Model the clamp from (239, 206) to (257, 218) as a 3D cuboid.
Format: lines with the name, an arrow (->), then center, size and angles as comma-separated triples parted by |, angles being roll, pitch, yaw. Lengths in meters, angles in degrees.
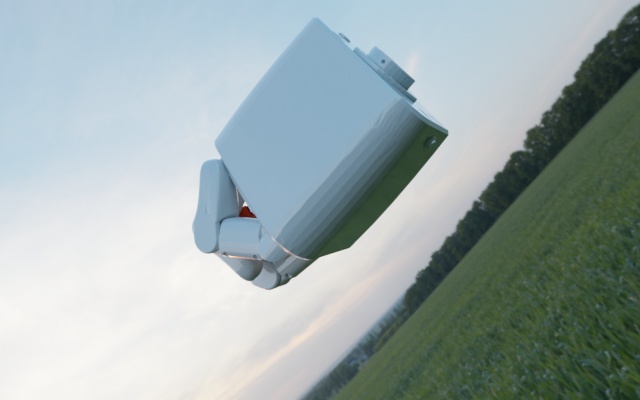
clamp -> 0.000, 0.001, 0.410 | 0.120, 0.039, 0.171 | -47, -15, 19
